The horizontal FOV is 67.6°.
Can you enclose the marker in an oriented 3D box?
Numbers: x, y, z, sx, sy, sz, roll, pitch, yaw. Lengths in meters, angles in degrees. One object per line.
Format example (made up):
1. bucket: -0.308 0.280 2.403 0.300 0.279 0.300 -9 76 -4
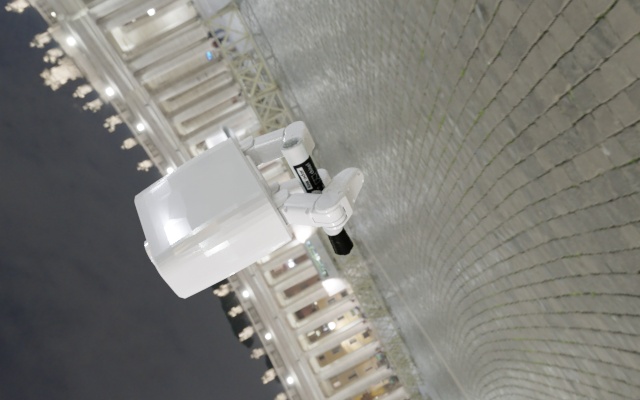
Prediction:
1. marker: 0.000 0.001 0.403 0.020 0.121 0.020 -19 33 13
